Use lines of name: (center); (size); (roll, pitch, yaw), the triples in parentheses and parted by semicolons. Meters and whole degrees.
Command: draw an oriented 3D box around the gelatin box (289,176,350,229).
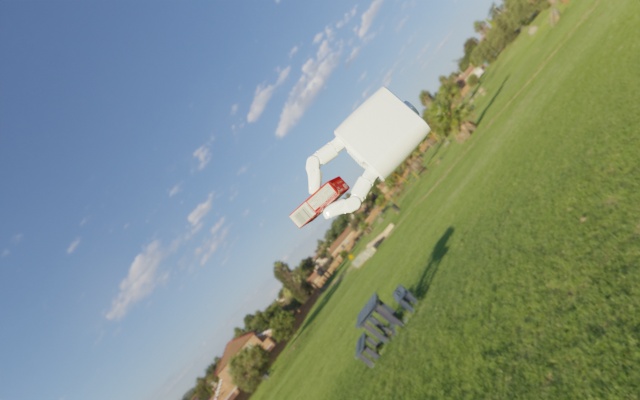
gelatin box: (0.000, 0.002, 0.759); (0.089, 0.030, 0.073); (-41, -4, 17)
